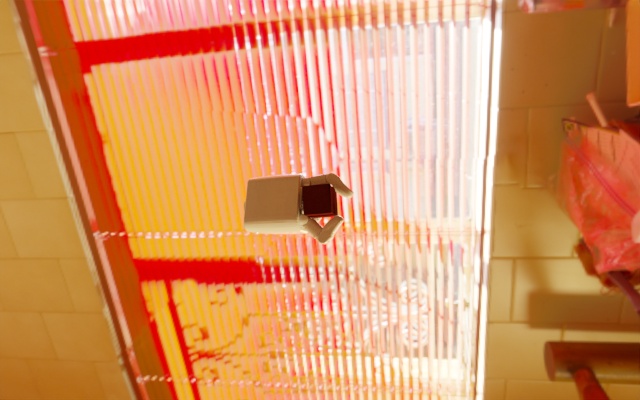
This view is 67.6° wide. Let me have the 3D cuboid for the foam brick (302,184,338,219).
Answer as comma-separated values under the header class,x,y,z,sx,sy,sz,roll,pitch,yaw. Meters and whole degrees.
class,x,y,z,sx,sy,sz,roll,pitch,yaw
foam brick,0.000,0.003,0.865,0.051,0.053,0.078,-4,-8,10
